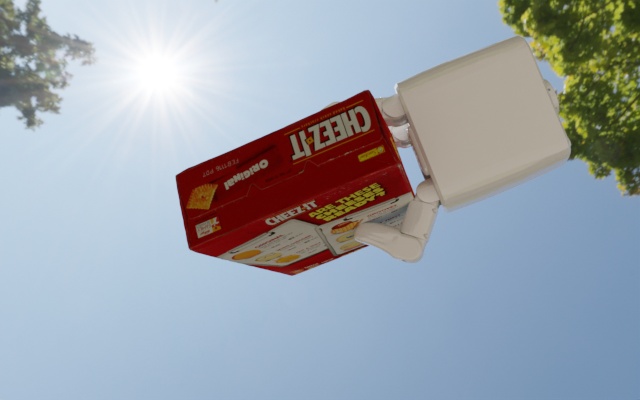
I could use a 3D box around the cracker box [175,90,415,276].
[{"bbox_3d":[0.000,0.002,0.434,0.164,0.072,0.214,-23,-19,11],"label":"cracker box"}]
